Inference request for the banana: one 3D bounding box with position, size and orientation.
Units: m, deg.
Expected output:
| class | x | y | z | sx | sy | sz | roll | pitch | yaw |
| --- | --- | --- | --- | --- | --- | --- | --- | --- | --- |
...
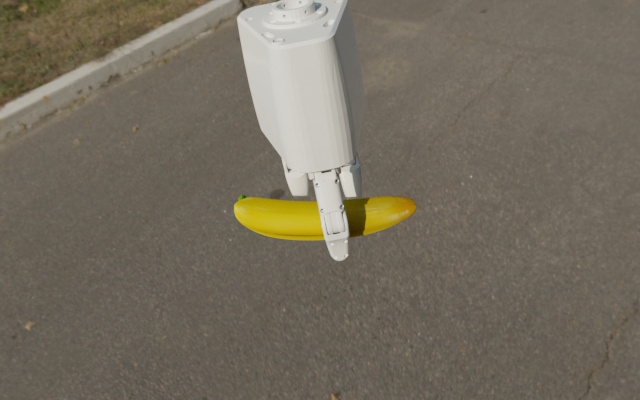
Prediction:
| class | x | y | z | sx | sy | sz | roll | pitch | yaw |
| --- | --- | --- | --- | --- | --- | --- | --- | --- | --- |
| banana | -0.009 | 0.012 | 0.469 | 0.198 | 0.037 | 0.069 | 3 | 35 | 20 |
